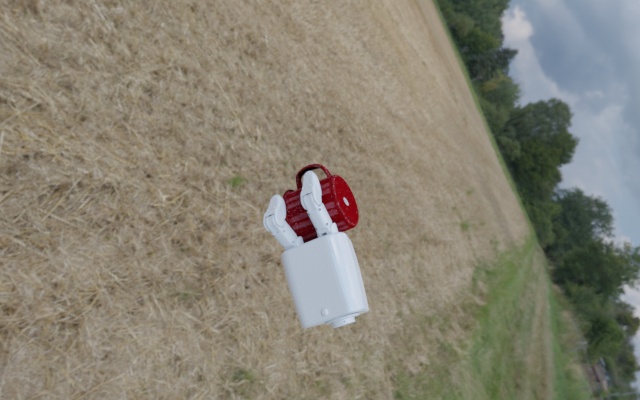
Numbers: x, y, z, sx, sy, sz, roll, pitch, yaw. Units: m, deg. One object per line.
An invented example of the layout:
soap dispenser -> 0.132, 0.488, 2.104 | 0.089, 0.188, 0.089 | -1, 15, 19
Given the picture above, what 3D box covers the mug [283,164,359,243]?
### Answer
mug -> 0.000, 0.001, 0.696 | 0.081, 0.117, 0.093 | -22, -17, 21
